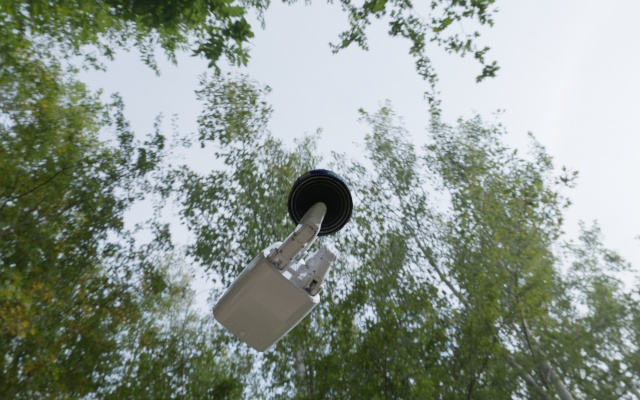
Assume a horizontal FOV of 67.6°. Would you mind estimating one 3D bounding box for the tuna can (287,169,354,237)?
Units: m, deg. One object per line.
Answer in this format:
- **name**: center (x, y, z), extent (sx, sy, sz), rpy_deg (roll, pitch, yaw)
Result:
- **tuna can**: center (0.000, 0.002, 0.634), extent (0.086, 0.086, 0.033), rpy_deg (0, 16, 1)
